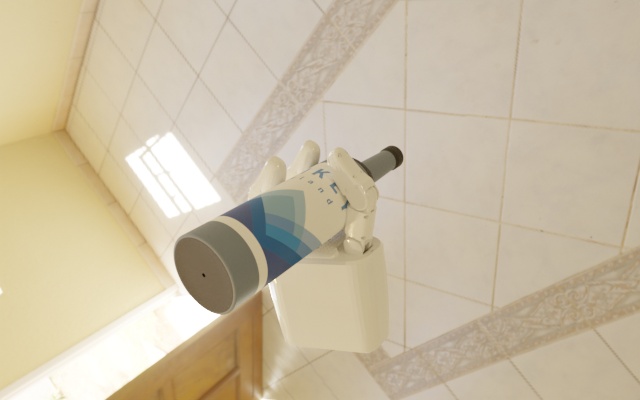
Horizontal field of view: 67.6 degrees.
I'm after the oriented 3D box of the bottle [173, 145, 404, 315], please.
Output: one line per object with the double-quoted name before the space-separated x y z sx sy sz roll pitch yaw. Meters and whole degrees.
"bottle" 0.000 0.001 0.454 0.069 0.069 0.295 0 21 39
